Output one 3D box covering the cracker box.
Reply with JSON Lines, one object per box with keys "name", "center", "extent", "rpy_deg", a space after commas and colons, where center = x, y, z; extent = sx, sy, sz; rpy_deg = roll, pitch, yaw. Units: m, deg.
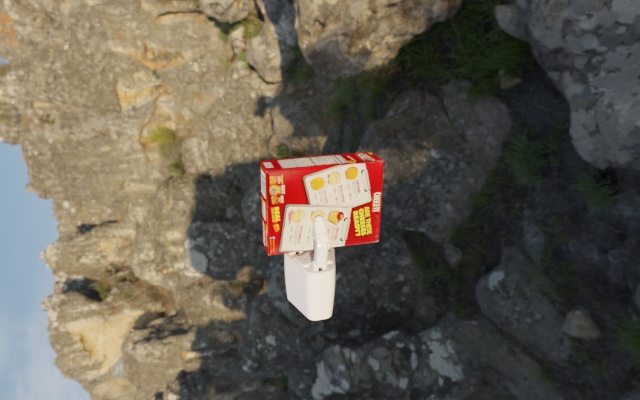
{"name": "cracker box", "center": [0.000, 0.003, 0.872], "extent": [0.213, 0.164, 0.072], "rpy_deg": [-6, 25, -16]}
